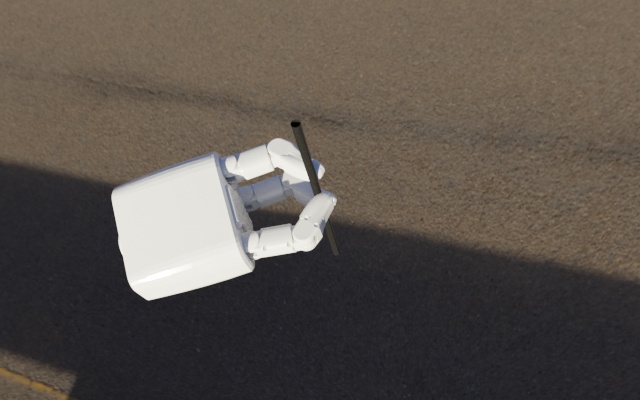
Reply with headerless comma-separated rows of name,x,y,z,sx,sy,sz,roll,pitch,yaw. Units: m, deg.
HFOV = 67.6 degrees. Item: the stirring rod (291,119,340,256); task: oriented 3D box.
stirring rod,0.000,0.002,0.467,0.011,0.011,0.240,0,-30,11
